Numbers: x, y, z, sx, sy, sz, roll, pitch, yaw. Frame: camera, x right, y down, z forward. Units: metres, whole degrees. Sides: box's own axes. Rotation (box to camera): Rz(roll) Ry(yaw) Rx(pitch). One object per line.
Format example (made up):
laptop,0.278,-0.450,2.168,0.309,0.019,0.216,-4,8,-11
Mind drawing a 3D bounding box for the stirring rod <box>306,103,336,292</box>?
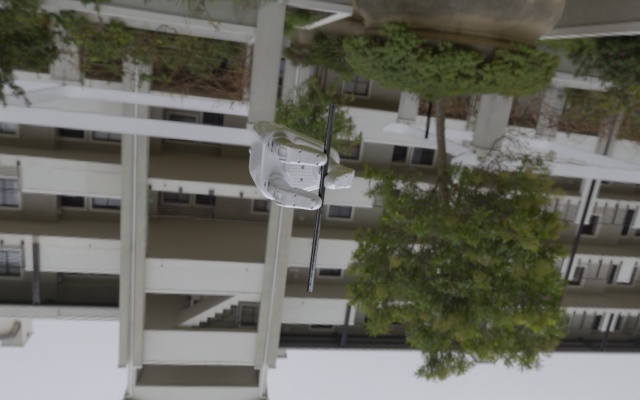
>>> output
stirring rod,0.000,0.002,0.587,0.011,0.239,0.011,7,15,-2
